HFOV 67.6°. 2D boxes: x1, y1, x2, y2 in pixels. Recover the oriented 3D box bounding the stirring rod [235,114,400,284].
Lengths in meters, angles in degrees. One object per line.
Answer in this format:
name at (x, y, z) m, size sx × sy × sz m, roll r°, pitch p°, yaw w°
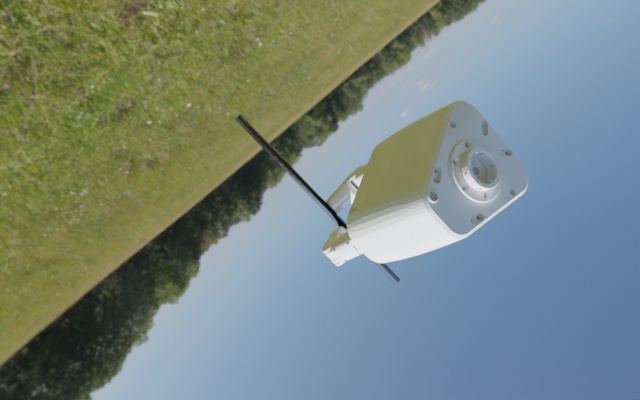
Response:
stirring rod at (0.000, 0.002, 0.497) m, size 0.011 × 0.239 × 0.011 m, roll -43°, pitch 9°, yaw 8°
